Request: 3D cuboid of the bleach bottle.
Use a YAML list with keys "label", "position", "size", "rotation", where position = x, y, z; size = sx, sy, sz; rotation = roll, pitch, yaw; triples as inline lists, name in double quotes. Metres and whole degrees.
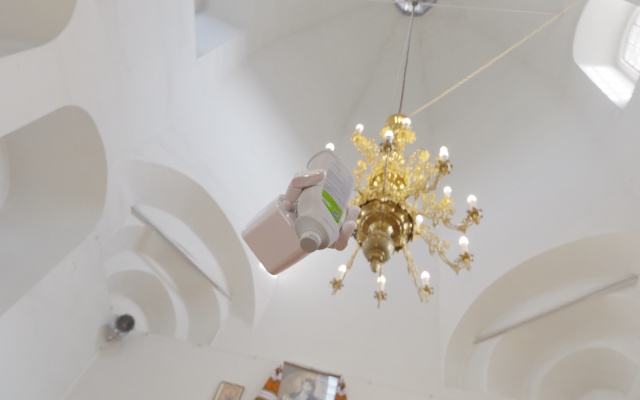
- label: "bleach bottle"
  position: [0.000, 0.003, 0.830]
  size: [0.068, 0.102, 0.250]
  rotation: [-37, 15, 27]
